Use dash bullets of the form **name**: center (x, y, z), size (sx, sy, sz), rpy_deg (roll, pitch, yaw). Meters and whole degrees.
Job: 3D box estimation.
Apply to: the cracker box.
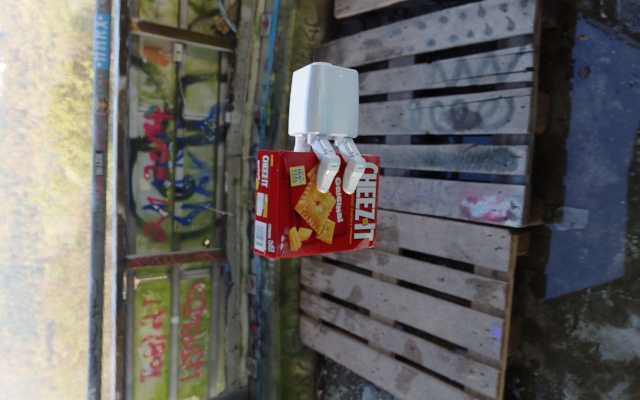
- **cracker box**: center (0.000, 0.003, 0.781), size (0.214, 0.164, 0.072), rpy_deg (-1, 7, -38)
